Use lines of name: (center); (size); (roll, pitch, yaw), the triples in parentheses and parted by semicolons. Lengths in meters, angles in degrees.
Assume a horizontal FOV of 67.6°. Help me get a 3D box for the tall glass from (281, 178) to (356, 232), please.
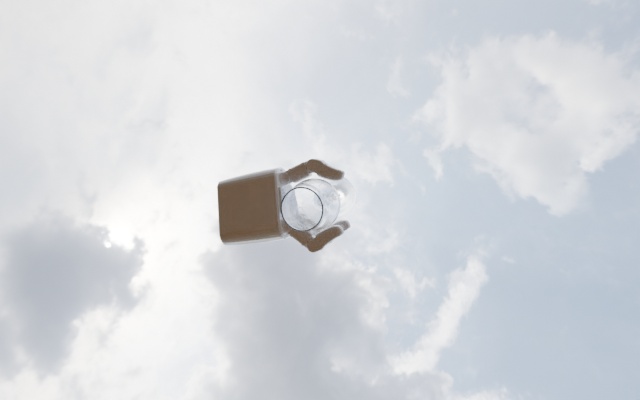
tall glass: (0.000, 0.002, 0.746); (0.079, 0.079, 0.201); (0, 6, 15)
